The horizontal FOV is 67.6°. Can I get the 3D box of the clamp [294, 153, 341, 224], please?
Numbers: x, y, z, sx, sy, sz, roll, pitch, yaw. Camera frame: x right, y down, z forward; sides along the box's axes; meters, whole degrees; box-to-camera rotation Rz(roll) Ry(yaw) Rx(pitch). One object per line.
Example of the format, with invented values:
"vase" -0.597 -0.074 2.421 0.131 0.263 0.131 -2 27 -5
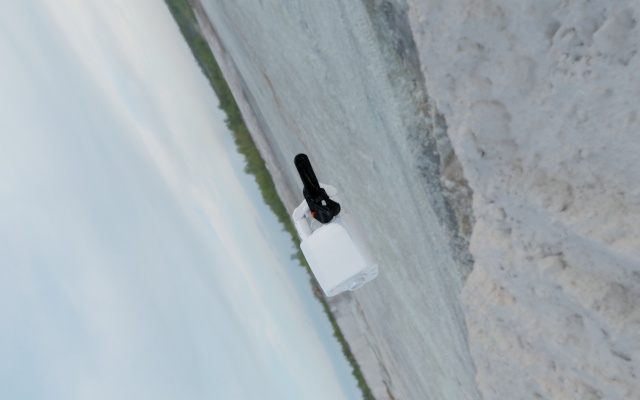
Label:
"clamp" 0.000 0.003 0.826 0.039 0.120 0.171 -26 -26 -5
